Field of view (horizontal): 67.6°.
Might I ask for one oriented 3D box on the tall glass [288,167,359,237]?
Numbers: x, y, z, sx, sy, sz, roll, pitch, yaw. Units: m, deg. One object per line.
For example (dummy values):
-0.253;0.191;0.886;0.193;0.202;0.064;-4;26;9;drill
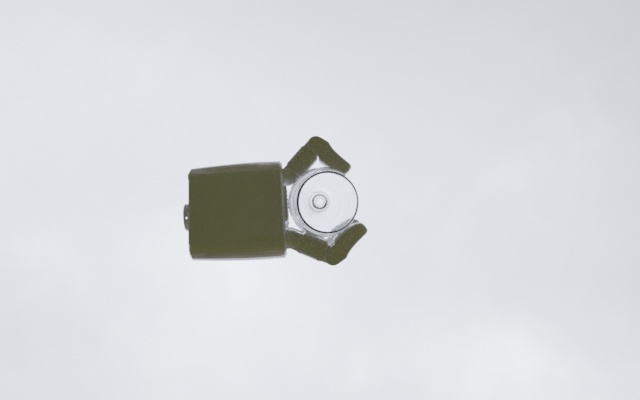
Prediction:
0.000;0.002;0.569;0.079;0.079;0.201;0;0;-4;tall glass
